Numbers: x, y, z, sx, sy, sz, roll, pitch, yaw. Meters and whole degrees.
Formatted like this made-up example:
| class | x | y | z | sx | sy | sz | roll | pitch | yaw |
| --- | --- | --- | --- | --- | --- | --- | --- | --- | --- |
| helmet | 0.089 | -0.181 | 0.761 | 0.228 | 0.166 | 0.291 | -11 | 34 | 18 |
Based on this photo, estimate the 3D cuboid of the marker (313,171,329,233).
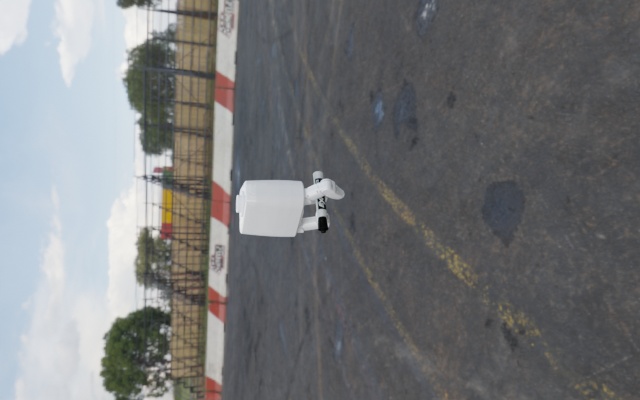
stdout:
| class | x | y | z | sx | sy | sz | roll | pitch | yaw |
| --- | --- | --- | --- | --- | --- | --- | --- | --- | --- |
| marker | 0.000 | 0.003 | 0.867 | 0.020 | 0.121 | 0.020 | -4 | -27 | -2 |
